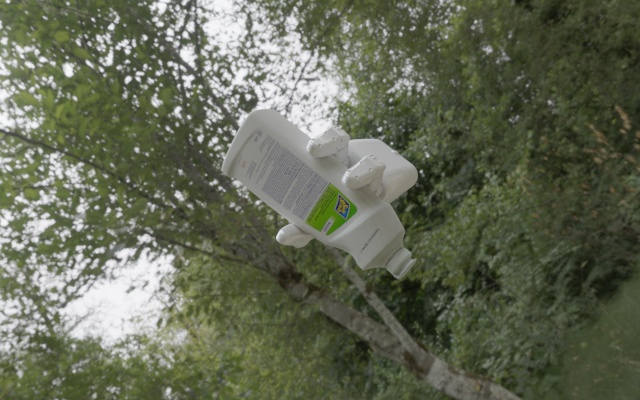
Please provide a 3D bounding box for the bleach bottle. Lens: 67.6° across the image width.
[{"bbox_3d":[0.000,0.002,0.553,0.250,0.103,0.068,41,28,19],"label":"bleach bottle"}]
